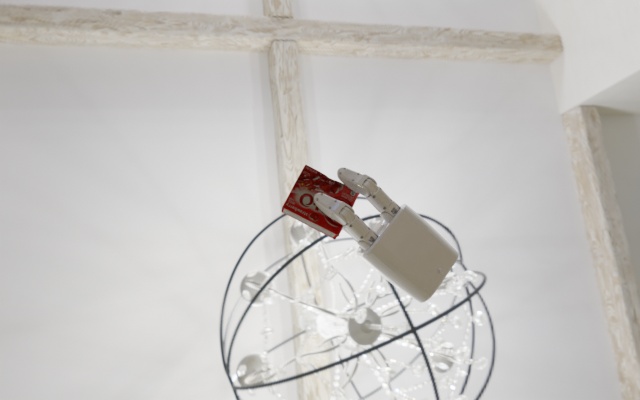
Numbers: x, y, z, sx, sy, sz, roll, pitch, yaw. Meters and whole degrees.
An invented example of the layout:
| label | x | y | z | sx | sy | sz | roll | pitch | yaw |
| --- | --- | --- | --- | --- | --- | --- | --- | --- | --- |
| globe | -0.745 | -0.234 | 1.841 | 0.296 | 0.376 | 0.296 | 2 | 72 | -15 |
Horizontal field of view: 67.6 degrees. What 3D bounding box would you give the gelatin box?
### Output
| label | x | y | z | sx | sy | sz | roll | pitch | yaw |
| --- | --- | --- | --- | --- | --- | --- | --- | --- | --- |
| gelatin box | 0.000 | 0.002 | 0.677 | 0.089 | 0.073 | 0.030 | 27 | -19 | -1 |
